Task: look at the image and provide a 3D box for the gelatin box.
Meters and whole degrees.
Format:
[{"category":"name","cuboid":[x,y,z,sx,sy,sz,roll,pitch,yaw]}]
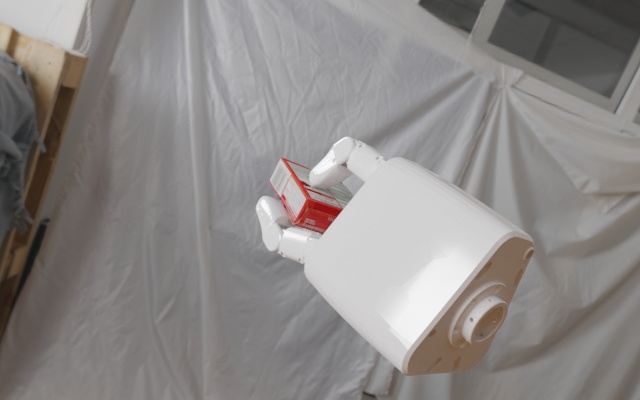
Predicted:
[{"category":"gelatin box","cuboid":[0.000,0.001,0.435,0.073,0.030,0.089,20,19,-30]}]
